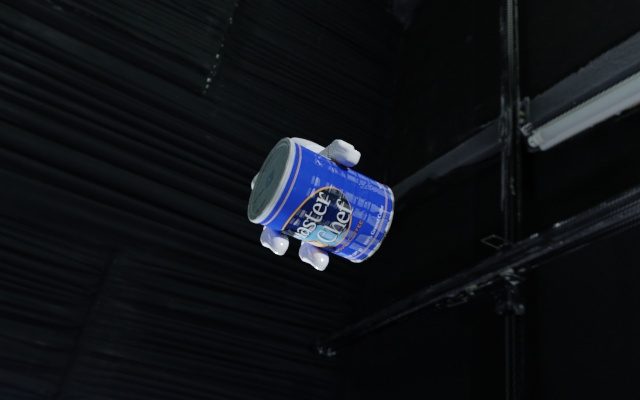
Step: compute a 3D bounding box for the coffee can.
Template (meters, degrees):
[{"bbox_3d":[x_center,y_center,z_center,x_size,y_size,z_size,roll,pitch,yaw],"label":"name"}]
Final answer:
[{"bbox_3d":[0.000,0.002,0.562,0.140,0.103,0.103,24,-9,-21],"label":"coffee can"}]
